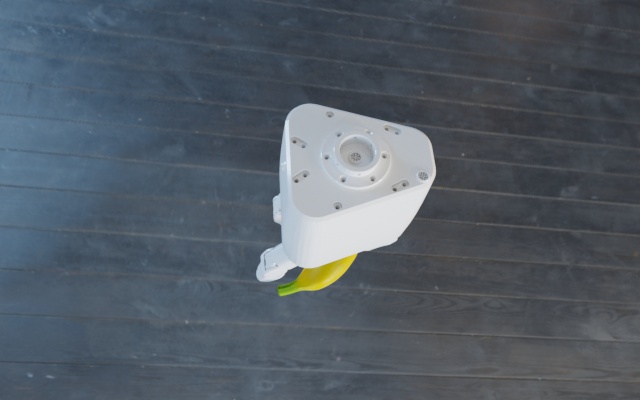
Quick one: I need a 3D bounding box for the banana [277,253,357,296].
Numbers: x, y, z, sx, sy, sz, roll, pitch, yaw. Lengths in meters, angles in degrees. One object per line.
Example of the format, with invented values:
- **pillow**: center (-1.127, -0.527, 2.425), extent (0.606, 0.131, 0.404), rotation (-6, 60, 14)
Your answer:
- **banana**: center (0.017, 0.010, 0.493), extent (0.069, 0.197, 0.037), rotation (16, -22, 7)
